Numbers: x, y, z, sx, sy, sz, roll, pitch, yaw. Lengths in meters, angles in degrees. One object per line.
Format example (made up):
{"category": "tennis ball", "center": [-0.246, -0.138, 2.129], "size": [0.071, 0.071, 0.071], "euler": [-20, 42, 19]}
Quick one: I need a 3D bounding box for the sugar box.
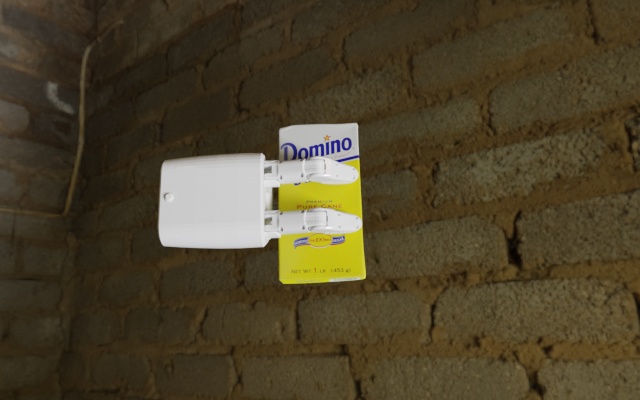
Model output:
{"category": "sugar box", "center": [0.000, 0.002, 0.535], "size": [0.093, 0.176, 0.048], "euler": [-3, -14, 2]}
